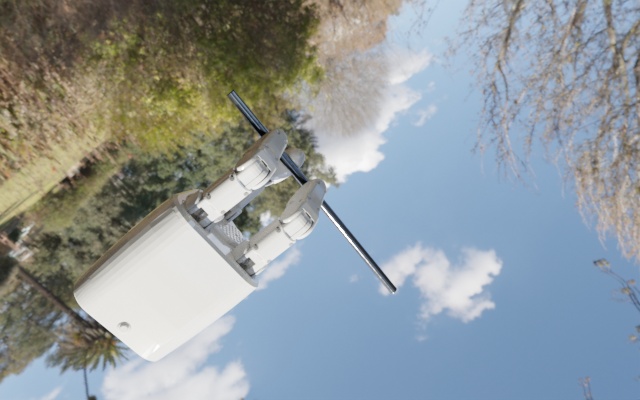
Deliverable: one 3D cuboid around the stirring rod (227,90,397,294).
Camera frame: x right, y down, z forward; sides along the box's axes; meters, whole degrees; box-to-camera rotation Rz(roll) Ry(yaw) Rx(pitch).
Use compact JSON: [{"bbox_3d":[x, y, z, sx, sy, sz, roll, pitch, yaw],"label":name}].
[{"bbox_3d":[0.000,0.001,0.421,0.011,0.240,0.011,-33,23,16],"label":"stirring rod"}]
